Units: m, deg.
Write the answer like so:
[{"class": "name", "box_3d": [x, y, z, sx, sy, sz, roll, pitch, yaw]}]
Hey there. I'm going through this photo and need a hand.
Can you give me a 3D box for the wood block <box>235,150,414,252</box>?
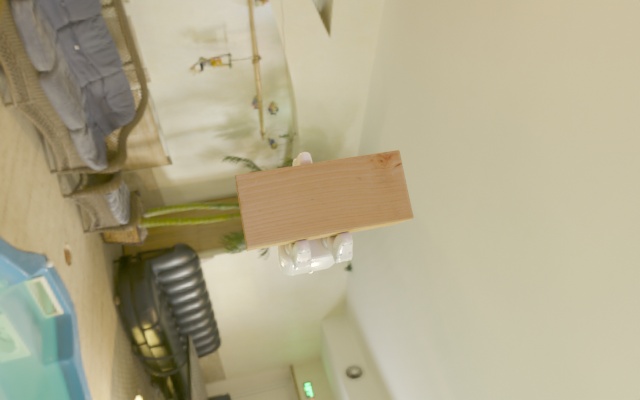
[{"class": "wood block", "box_3d": [0.000, 0.002, 0.617, 0.206, 0.091, 0.090, -10, -7, -10]}]
